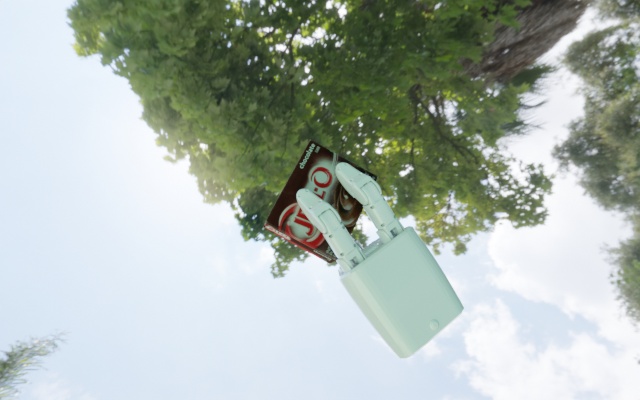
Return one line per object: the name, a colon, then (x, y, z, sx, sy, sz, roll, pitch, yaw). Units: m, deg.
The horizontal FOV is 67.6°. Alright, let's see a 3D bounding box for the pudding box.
pudding box: (0.000, 0.002, 0.542, 0.090, 0.113, 0.039, 28, -18, -5)
